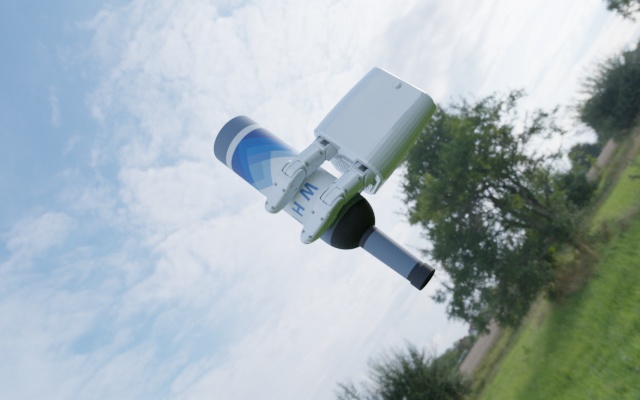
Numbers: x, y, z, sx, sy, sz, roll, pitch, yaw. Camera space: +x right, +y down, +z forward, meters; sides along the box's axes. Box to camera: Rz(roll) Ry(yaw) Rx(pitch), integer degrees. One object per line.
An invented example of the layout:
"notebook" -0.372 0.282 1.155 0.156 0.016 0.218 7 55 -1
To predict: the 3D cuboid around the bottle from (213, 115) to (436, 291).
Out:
"bottle" 0.000 0.002 0.543 0.295 0.069 0.069 36 16 23
